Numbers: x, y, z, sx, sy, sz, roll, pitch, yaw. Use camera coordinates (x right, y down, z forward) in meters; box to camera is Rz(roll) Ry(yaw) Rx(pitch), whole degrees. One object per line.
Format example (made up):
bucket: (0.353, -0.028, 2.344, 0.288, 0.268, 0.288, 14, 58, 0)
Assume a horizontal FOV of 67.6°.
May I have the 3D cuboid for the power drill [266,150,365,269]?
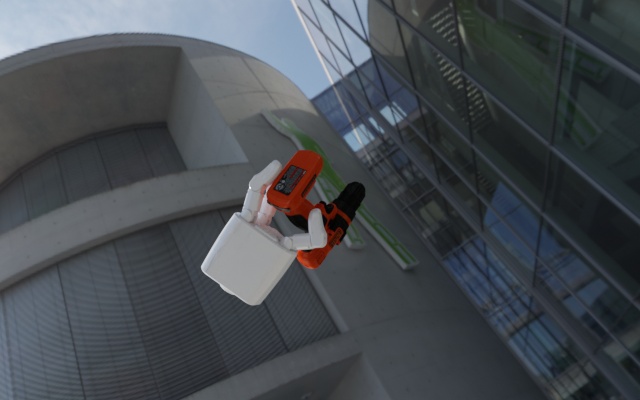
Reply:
power drill: (0.000, 0.003, 0.801, 0.057, 0.184, 0.188, 19, -24, 37)
